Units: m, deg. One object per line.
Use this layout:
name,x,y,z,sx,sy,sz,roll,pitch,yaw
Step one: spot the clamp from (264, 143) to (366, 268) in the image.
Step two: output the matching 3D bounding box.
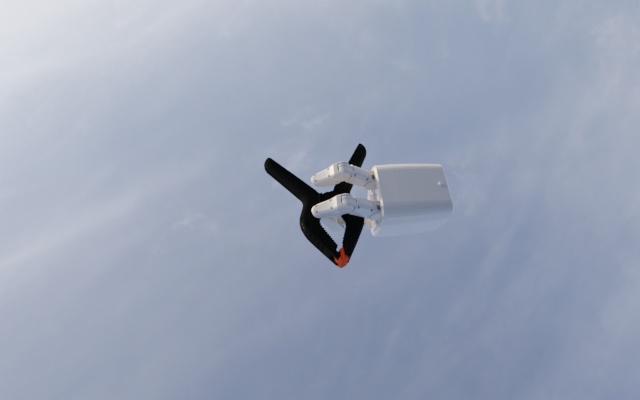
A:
clamp,0.000,0.003,0.715,0.164,0.209,0.036,-5,-34,-2
